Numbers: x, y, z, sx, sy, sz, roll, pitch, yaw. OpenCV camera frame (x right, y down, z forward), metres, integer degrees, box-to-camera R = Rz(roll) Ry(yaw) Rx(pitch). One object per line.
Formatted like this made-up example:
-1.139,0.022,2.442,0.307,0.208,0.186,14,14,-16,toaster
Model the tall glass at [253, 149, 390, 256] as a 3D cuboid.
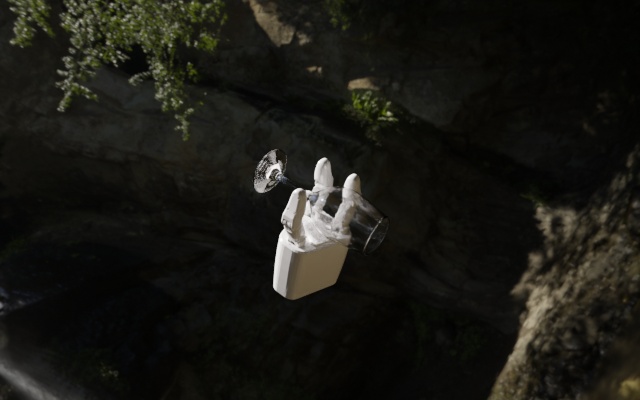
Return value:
0.000,0.002,0.689,0.201,0.079,0.079,31,14,25,tall glass
